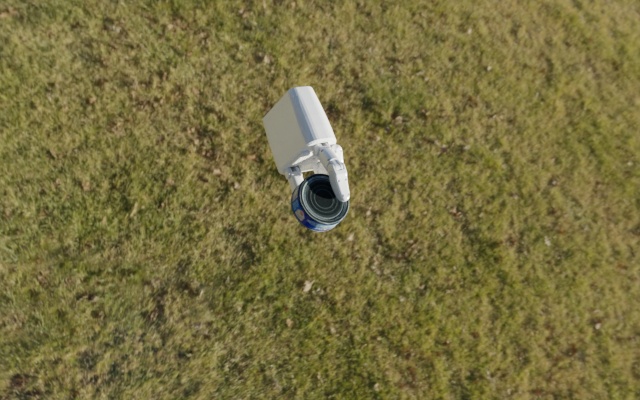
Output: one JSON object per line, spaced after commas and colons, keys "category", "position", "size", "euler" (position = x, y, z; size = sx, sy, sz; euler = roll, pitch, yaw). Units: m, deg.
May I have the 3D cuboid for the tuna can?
{"category": "tuna can", "position": [0.000, 0.002, 0.729], "size": [0.086, 0.086, 0.034], "euler": [0, -22, -26]}
